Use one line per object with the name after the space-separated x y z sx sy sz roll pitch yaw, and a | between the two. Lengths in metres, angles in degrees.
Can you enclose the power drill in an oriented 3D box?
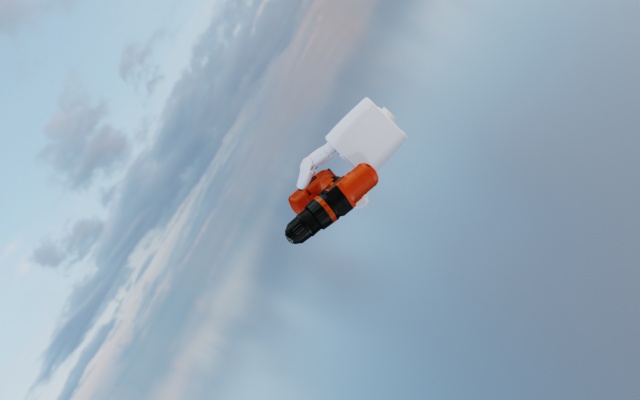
0.000 0.003 0.846 0.184 0.057 0.187 -37 14 -10 | power drill
